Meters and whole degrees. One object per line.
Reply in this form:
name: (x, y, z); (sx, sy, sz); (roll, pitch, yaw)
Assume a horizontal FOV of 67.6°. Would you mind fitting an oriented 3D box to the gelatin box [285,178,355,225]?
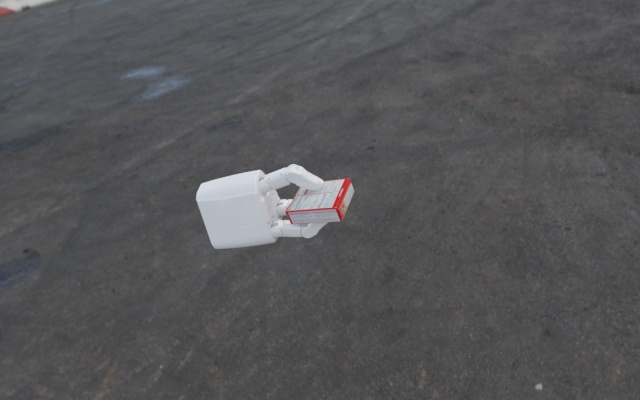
gelatin box: (0.000, 0.002, 0.734); (0.089, 0.030, 0.073); (-6, 36, 27)
